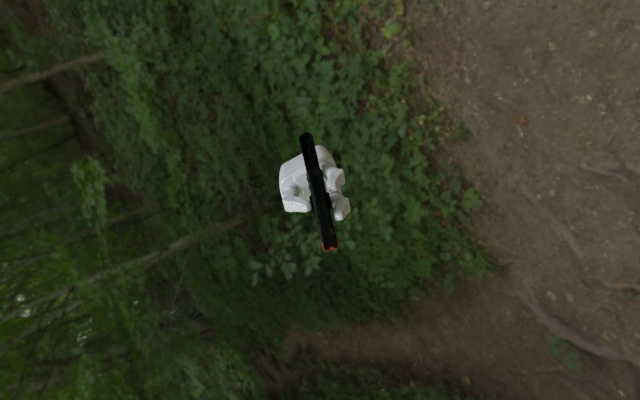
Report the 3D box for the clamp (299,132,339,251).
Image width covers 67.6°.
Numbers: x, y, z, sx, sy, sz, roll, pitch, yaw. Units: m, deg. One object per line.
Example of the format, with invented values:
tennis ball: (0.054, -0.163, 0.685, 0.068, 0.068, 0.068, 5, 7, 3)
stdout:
clamp: (-0.001, 0.003, 0.812, 0.036, 0.210, 0.164, -12, 23, 1)
